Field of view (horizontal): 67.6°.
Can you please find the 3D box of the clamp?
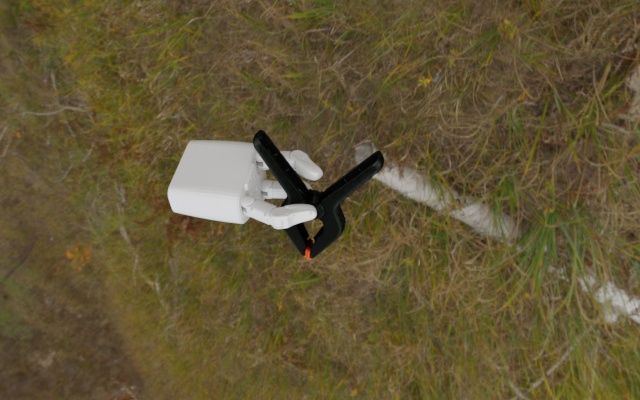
[{"bbox_3d":[0.000,0.003,0.646,0.164,0.210,0.036,6,41,11],"label":"clamp"}]
